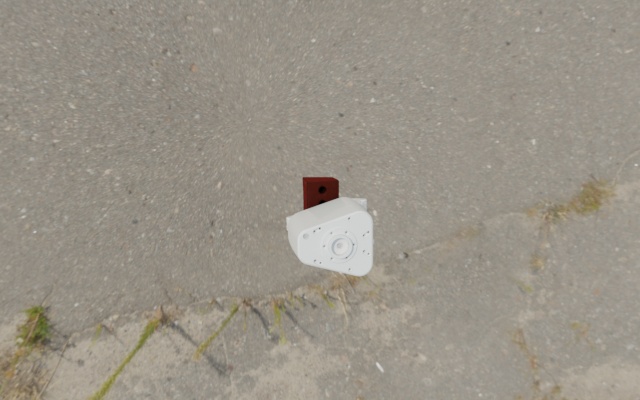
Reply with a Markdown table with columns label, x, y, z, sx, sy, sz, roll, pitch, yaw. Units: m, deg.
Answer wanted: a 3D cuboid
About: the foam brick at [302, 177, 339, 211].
| label | x | y | z | sx | sy | sz | roll | pitch | yaw |
| --- | --- | --- | --- | --- | --- | --- | --- | --- | --- |
| foam brick | 0.000 | 0.002 | 0.767 | 0.053 | 0.078 | 0.051 | -3 | 9 | -9 |
